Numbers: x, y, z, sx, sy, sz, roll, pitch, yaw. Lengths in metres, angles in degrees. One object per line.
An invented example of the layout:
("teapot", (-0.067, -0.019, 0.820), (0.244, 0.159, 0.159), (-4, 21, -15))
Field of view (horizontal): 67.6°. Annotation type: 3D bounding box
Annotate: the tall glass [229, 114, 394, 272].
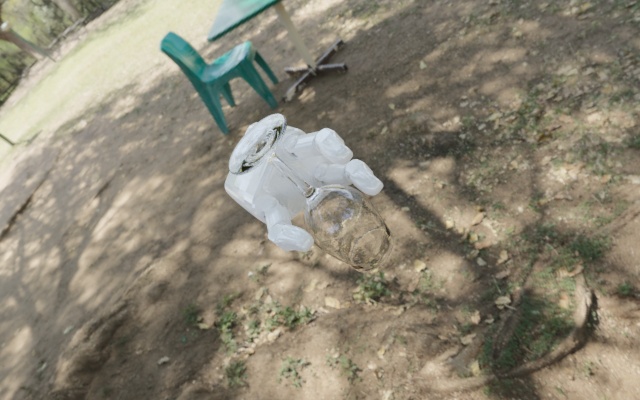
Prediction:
("tall glass", (0.000, 0.001, 0.510), (0.079, 0.079, 0.201), (0, -35, 48))
